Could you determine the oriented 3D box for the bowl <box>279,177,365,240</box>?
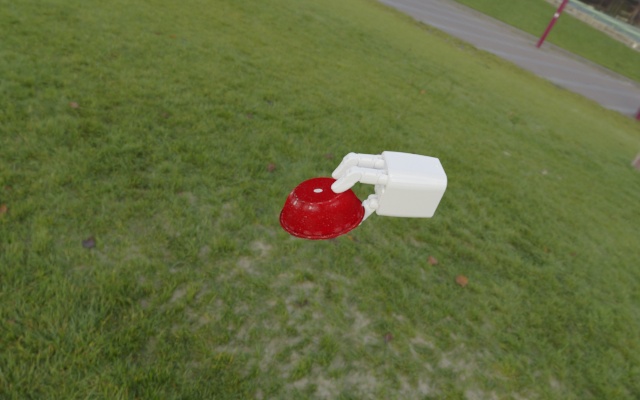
[{"bbox_3d":[-0.001,0.003,0.875,0.162,0.055,0.162,-5,32,3],"label":"bowl"}]
